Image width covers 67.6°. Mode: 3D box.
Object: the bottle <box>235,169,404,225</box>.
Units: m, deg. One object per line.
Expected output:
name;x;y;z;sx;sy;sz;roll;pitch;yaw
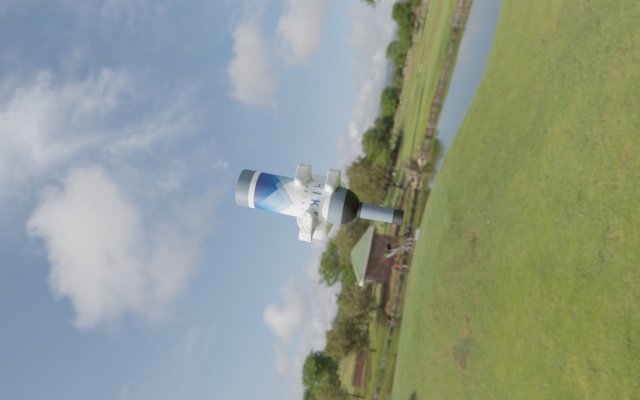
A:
bottle;0.000;0.003;0.850;0.295;0.069;0.069;11;1;7
